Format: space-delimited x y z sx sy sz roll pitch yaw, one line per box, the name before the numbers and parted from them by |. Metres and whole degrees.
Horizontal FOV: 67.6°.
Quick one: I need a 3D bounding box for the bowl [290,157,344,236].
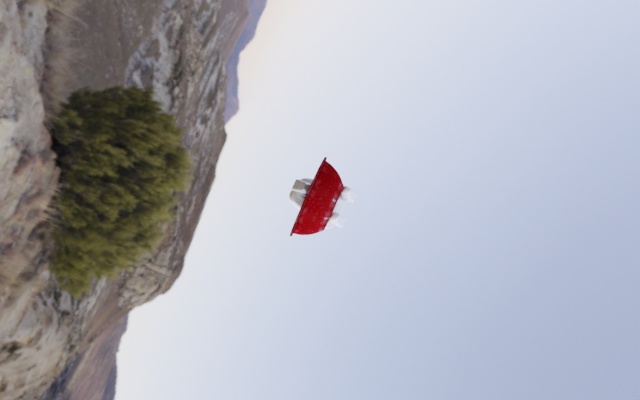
bowl | 0.000 0.003 0.884 0.055 0.162 0.162 24 0 1
